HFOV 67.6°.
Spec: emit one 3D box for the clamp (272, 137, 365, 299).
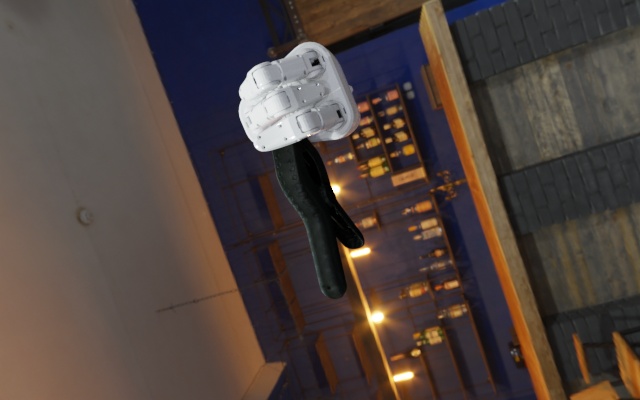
[{"bbox_3d":[-0.001,0.002,0.484,0.039,0.171,0.120,-18,6,15],"label":"clamp"}]
